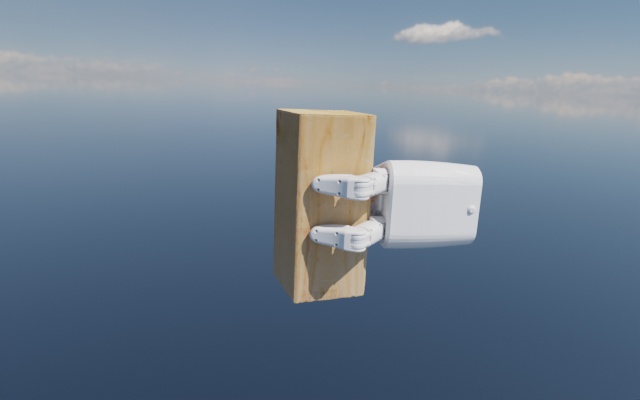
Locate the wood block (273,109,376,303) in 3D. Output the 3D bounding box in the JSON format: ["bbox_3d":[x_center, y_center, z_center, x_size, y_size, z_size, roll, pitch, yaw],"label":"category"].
[{"bbox_3d":[0.000,0.002,0.554,0.090,0.206,0.090,-2,15,-20],"label":"wood block"}]
